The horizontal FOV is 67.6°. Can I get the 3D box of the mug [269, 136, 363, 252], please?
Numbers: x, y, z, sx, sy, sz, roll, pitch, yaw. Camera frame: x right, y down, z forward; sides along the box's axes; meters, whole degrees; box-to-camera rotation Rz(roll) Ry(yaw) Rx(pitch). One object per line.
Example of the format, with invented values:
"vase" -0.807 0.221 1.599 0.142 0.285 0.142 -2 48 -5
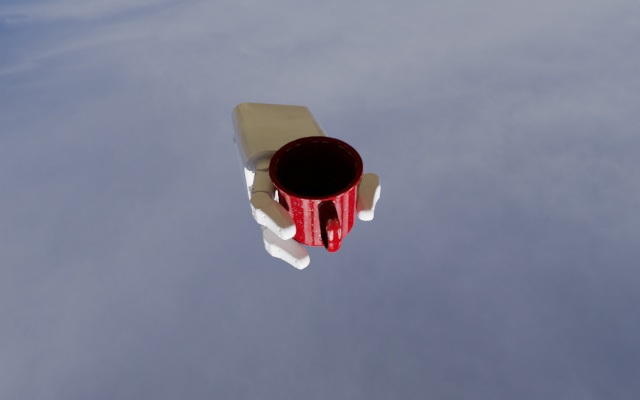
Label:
"mug" 0.001 0.003 0.488 0.093 0.117 0.082 -14 -42 -11
